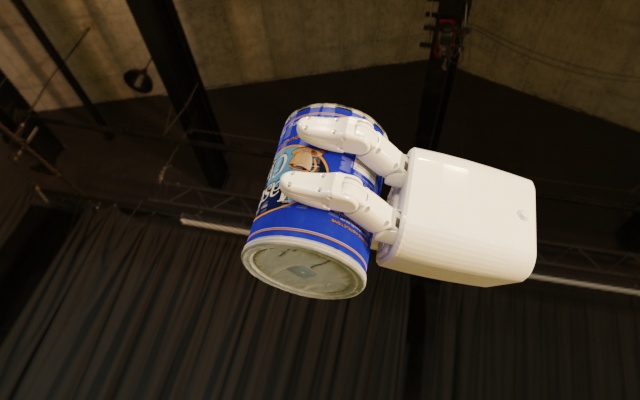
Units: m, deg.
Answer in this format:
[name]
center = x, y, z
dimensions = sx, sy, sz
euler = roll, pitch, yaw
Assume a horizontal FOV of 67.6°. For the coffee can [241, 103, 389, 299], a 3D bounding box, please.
[coffee can]
center = 0.000, 0.001, 0.419
dimensions = 0.103, 0.140, 0.103
euler = 10, -31, 6
